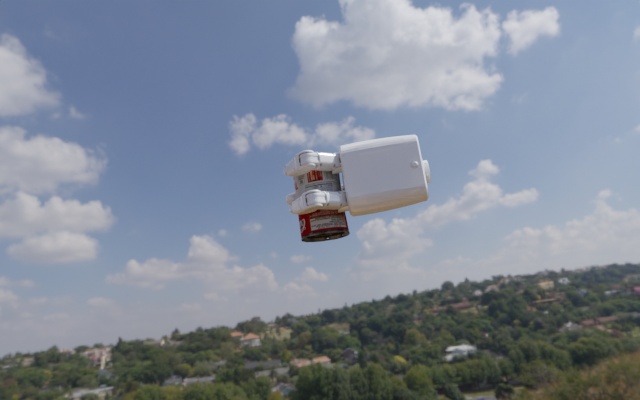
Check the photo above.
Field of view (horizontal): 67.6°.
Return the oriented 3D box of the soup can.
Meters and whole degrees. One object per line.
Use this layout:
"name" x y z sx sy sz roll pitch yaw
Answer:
"soup can" 0.000 0.002 0.671 0.068 0.102 0.068 -8 -13 -2
